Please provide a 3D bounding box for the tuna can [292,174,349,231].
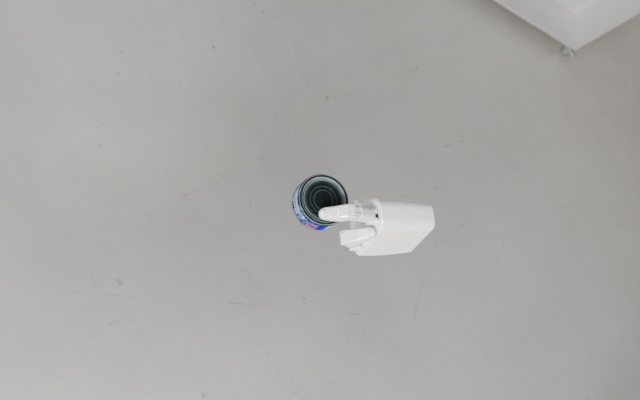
[{"bbox_3d":[0.000,0.002,0.751,0.086,0.086,0.034,0,-15,-21],"label":"tuna can"}]
